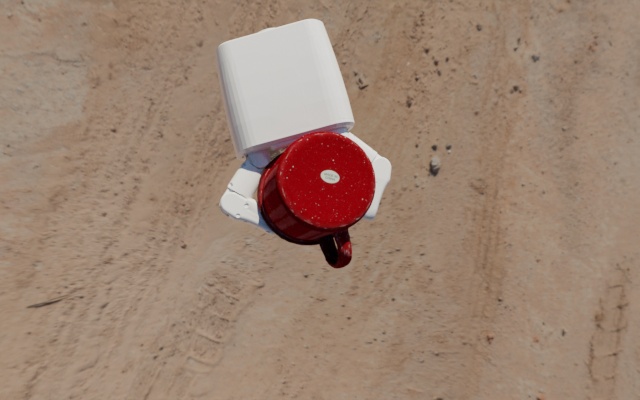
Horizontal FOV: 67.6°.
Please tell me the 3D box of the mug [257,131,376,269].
[{"bbox_3d":[0.000,0.003,0.407,0.093,0.117,0.081,-15,-5,-16],"label":"mug"}]
